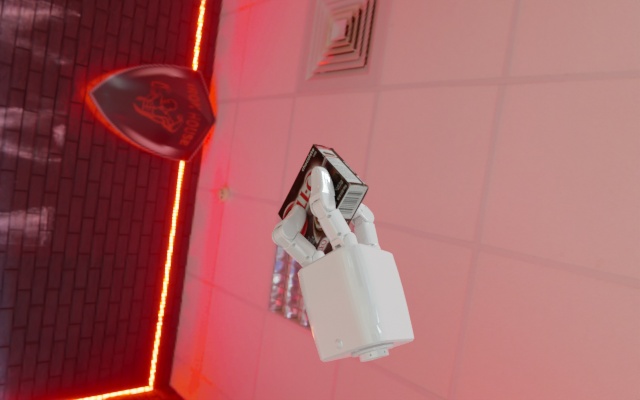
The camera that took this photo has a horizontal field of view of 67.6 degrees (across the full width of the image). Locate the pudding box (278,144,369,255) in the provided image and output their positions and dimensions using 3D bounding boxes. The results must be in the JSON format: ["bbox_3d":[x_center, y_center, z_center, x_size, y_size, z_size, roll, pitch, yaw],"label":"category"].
[{"bbox_3d":[0.000,0.002,0.588,0.039,0.113,0.090,8,31,-42],"label":"pudding box"}]
